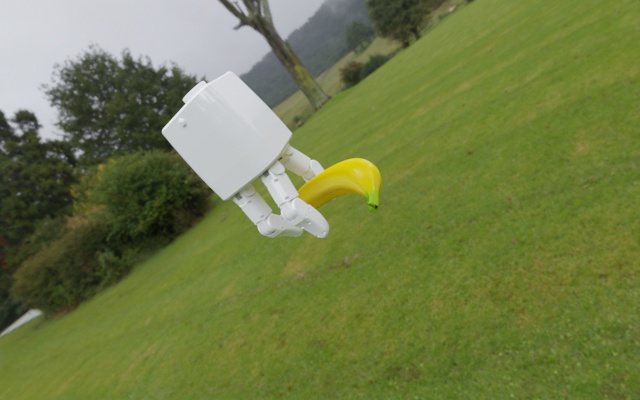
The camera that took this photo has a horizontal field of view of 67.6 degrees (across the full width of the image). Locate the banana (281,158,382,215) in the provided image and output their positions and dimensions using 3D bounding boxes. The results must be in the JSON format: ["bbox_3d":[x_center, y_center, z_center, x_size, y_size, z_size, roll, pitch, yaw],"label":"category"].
[{"bbox_3d":[0.012,-0.012,0.552,0.037,0.069,0.198,45,-26,-17],"label":"banana"}]
